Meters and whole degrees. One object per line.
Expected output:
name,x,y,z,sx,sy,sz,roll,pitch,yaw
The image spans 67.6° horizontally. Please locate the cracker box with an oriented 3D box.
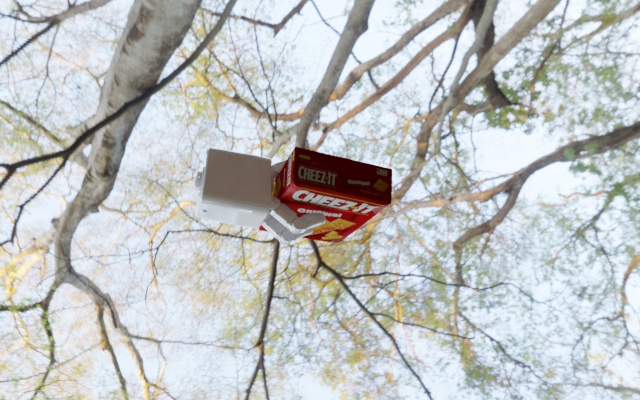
cracker box,0.000,0.003,0.809,0.164,0.072,0.214,11,-25,-17
